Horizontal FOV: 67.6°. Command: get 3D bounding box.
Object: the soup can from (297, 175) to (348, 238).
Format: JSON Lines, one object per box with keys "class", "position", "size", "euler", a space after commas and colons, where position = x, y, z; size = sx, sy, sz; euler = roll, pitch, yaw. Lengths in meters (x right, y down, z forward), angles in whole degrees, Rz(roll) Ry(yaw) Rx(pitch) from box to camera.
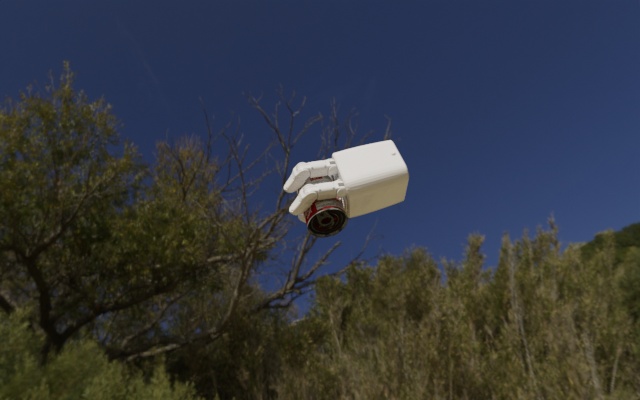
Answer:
{"class": "soup can", "position": [0.000, 0.003, 0.810], "size": [0.068, 0.069, 0.102], "euler": [0, 44, -19]}
